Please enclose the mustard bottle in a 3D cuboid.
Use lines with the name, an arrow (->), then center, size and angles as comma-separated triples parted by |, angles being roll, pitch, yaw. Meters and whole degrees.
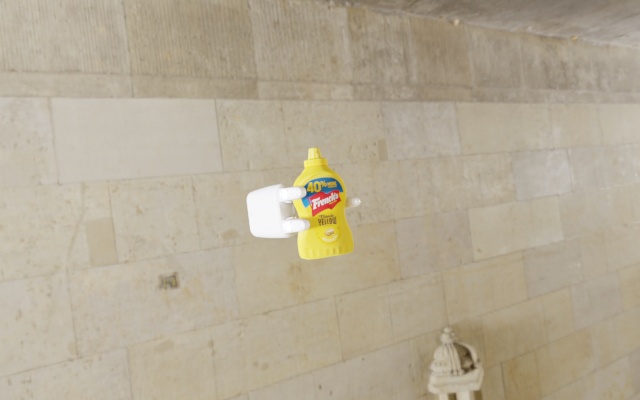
mustard bottle -> 0.000, 0.003, 0.842 | 0.096, 0.191, 0.058 | -7, 0, -18
